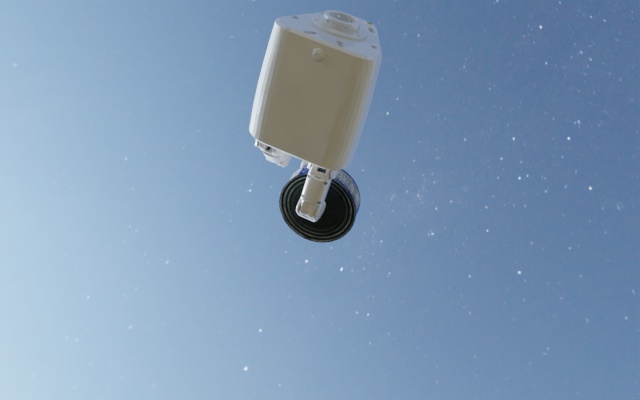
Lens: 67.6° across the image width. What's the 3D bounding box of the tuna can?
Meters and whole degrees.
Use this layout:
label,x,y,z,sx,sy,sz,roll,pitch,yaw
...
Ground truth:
label,x,y,z,sx,sy,sz,roll,pitch,yaw
tuna can,0.000,0.002,0.527,0.086,0.086,0.033,0,28,17
